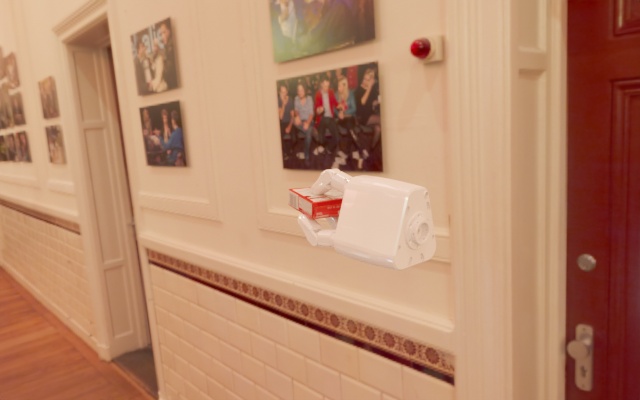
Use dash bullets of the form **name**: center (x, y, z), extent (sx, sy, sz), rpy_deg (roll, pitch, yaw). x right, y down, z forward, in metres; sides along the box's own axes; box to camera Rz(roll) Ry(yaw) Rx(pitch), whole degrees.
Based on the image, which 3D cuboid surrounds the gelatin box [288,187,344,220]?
- **gelatin box**: center (0.000, 0.002, 0.752), extent (0.073, 0.030, 0.089), rpy_deg (-6, 18, -28)
